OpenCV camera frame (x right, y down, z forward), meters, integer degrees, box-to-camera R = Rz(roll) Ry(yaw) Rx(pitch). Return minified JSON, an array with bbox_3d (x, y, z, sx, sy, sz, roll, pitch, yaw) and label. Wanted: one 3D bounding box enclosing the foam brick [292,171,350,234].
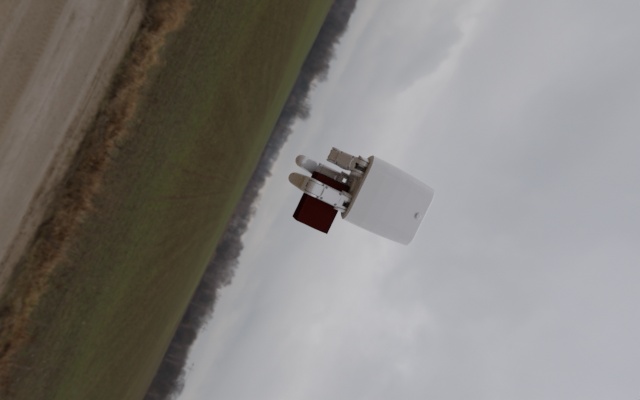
[{"bbox_3d":[0.000,0.002,0.697,0.051,0.078,0.053,25,2,-10],"label":"foam brick"}]
